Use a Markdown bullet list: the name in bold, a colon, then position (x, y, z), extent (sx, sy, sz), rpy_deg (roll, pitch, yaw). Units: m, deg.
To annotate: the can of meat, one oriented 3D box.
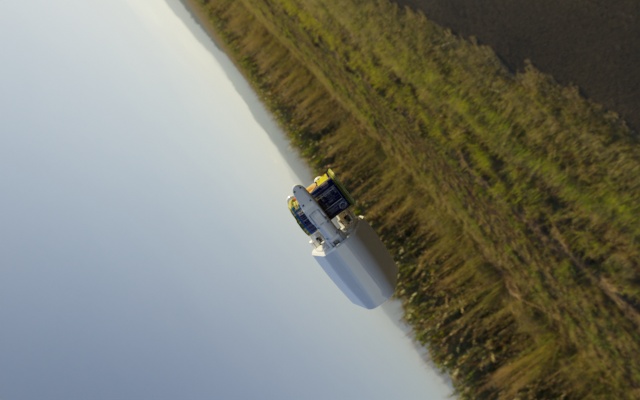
- **can of meat**: position (0.000, 0.002, 0.711), extent (0.084, 0.057, 0.102), rpy_deg (-37, 8, 3)
